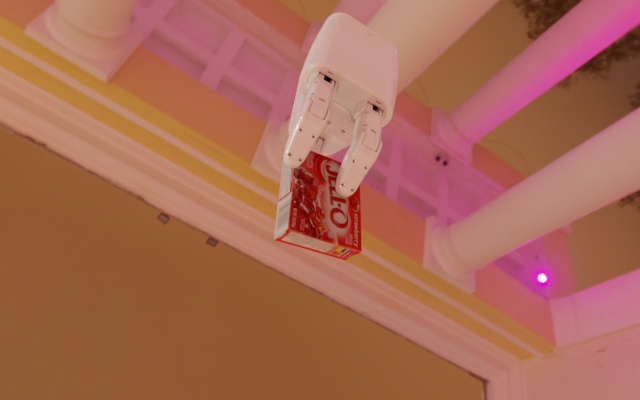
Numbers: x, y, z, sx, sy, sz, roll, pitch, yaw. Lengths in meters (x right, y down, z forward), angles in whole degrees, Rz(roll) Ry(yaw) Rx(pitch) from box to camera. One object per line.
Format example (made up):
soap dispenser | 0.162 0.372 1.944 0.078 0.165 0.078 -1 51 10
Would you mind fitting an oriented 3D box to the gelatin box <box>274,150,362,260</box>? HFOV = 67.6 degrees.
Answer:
gelatin box | 0.000 0.002 0.428 0.073 0.089 0.030 19 -35 -26
